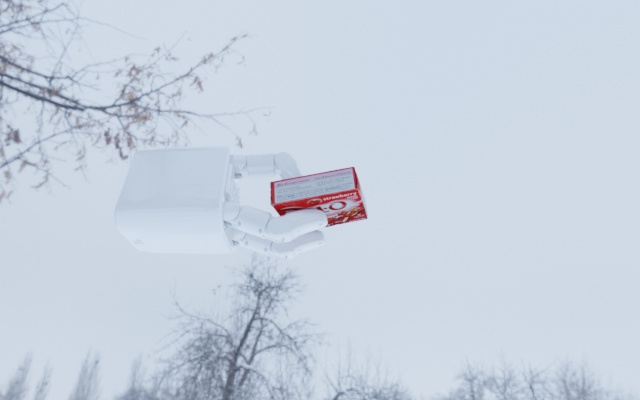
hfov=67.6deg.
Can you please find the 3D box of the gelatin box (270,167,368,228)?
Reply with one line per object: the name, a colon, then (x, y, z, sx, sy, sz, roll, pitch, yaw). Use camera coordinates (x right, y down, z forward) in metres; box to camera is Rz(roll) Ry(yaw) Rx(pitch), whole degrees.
gelatin box: (0.000, 0.001, 0.496, 0.089, 0.030, 0.073, -11, -27, 9)
